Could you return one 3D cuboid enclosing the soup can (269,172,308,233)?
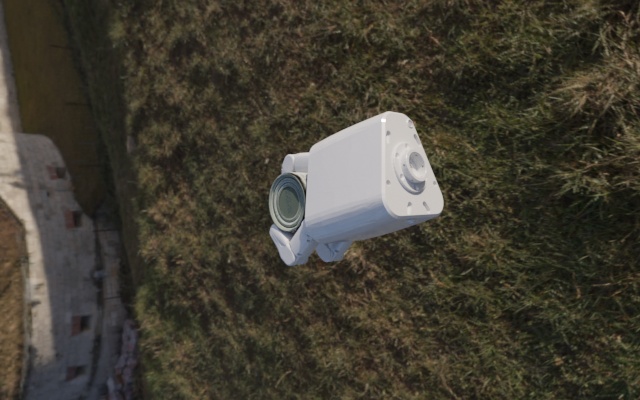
[{"bbox_3d":[0.000,0.002,0.554,0.102,0.068,0.068,-1,1,-42],"label":"soup can"}]
